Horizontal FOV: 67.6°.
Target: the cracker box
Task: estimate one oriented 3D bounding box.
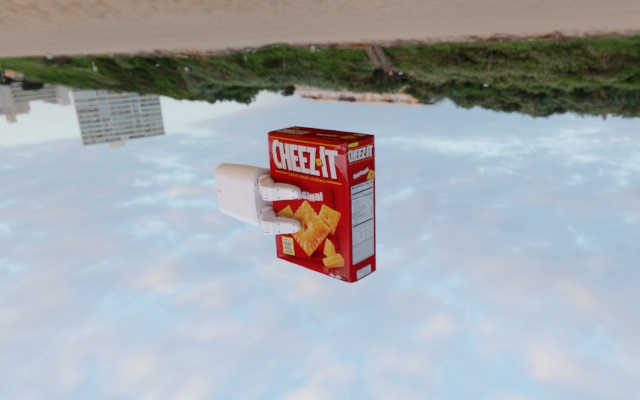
[{"bbox_3d":[0.000,0.003,0.731,0.164,0.214,0.072,14,25,41],"label":"cracker box"}]
